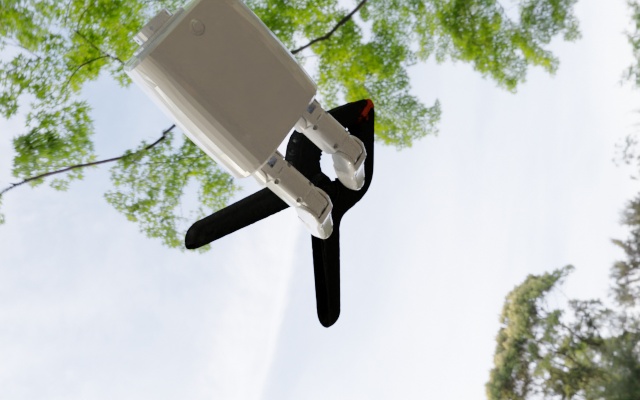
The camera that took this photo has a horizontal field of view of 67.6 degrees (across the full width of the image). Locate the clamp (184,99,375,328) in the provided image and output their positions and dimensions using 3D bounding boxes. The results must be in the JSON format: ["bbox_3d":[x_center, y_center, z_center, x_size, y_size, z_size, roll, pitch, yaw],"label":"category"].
[{"bbox_3d":[0.000,0.001,0.436,0.165,0.210,0.036,45,-22,-28],"label":"clamp"}]
